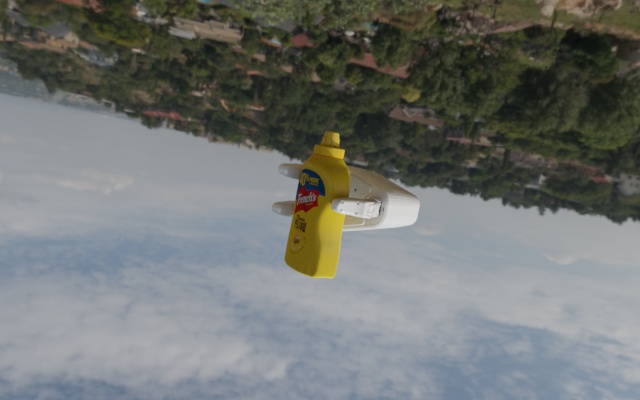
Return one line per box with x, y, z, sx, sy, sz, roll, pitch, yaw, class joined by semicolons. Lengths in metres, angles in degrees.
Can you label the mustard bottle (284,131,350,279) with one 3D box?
0.000;0.002;0.647;0.058;0.191;0.096;7;6;-28;mustard bottle
